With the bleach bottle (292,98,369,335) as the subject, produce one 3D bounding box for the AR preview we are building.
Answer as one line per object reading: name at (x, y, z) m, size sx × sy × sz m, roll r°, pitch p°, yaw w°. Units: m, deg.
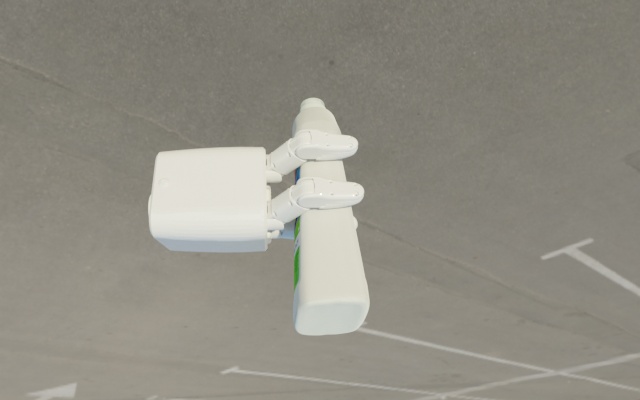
bleach bottle at (0.000, 0.002, 0.496) m, size 0.068 × 0.250 × 0.103 m, roll -1°, pitch -32°, yaw -7°
